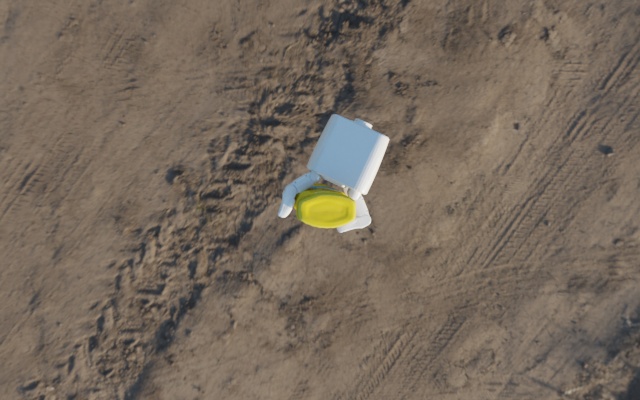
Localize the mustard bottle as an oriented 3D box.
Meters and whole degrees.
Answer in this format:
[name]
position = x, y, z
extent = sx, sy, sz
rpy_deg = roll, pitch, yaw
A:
[mustard bottle]
position = 0.000, 0.003, 0.850
extent = 0.096, 0.058, 0.191
rpy_deg = -1, 9, -6
